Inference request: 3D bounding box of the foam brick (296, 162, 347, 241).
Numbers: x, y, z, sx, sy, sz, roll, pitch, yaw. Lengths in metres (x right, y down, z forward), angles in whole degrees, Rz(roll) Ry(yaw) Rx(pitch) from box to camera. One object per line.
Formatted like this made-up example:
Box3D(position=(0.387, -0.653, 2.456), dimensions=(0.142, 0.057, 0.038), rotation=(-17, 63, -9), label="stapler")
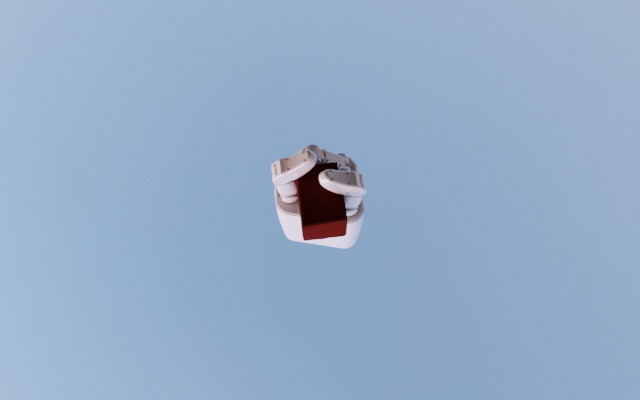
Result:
Box3D(position=(0.000, 0.002, 0.562), dimensions=(0.053, 0.078, 0.051), rotation=(-7, -26, -3), label="foam brick")
